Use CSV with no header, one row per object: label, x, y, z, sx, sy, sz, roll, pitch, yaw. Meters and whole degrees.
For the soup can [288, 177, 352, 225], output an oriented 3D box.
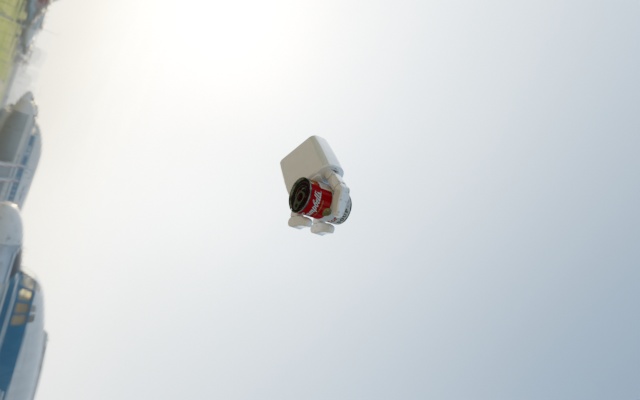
soup can,0.001,0.003,0.896,0.102,0.068,0.068,19,-11,-35
